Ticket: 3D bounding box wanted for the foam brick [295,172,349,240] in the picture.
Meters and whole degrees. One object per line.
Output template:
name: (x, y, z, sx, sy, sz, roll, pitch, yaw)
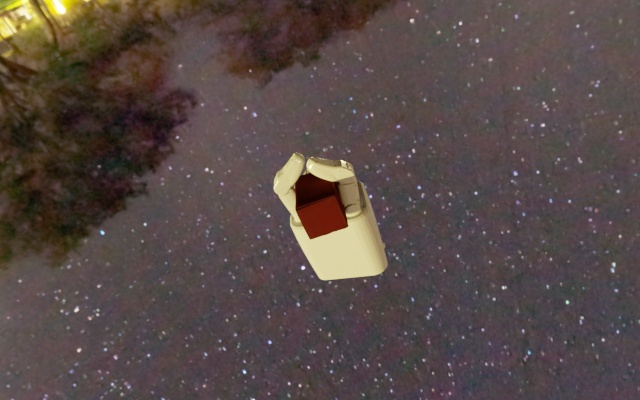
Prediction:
foam brick: (0.000, 0.002, 0.603, 0.053, 0.051, 0.078, -18, 31, 8)
